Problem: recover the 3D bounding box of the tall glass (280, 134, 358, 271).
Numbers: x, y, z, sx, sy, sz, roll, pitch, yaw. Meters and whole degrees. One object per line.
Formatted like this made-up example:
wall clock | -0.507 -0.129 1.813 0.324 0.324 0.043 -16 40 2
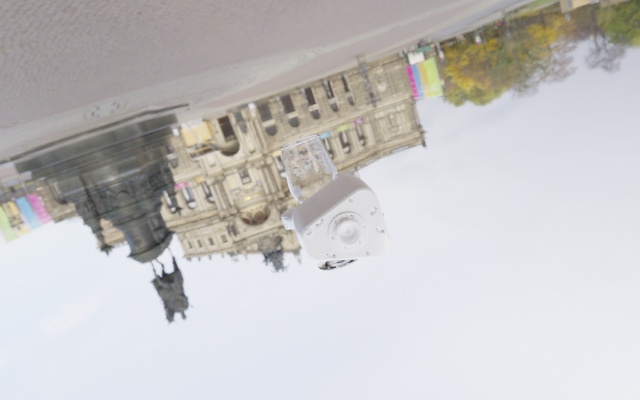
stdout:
tall glass | 0.000 0.003 0.737 0.079 0.201 0.079 -18 13 4
